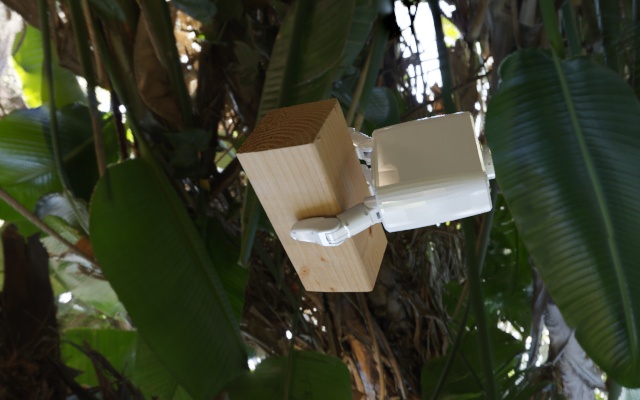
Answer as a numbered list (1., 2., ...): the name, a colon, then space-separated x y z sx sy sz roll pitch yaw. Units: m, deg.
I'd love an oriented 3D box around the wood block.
1. wood block: 0.000 0.002 0.545 0.090 0.206 0.090 -4 37 27
